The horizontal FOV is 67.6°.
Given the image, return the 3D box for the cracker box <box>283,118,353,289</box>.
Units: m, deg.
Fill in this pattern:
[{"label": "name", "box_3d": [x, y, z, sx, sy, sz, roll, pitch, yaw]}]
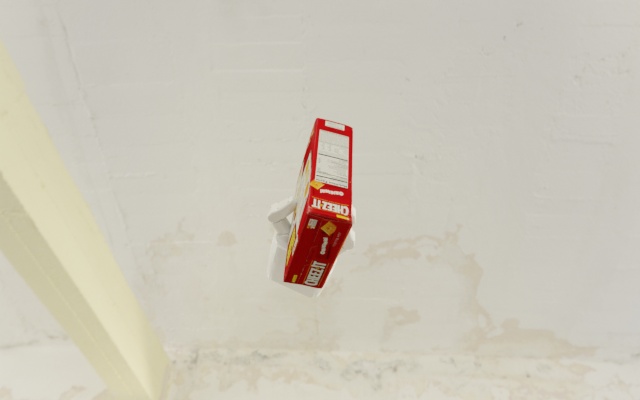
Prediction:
[{"label": "cracker box", "box_3d": [0.000, 0.002, 0.748, 0.072, 0.213, 0.164, 12, -45, -8]}]
